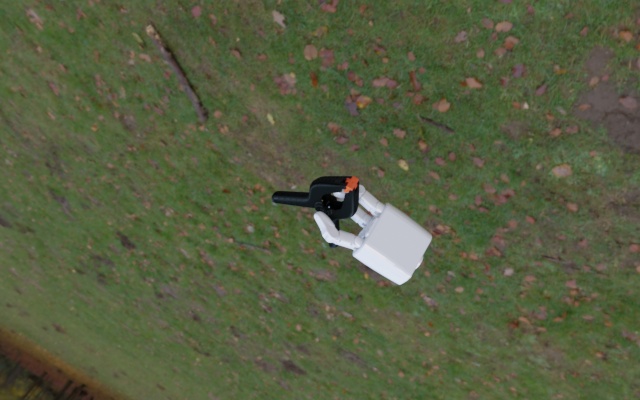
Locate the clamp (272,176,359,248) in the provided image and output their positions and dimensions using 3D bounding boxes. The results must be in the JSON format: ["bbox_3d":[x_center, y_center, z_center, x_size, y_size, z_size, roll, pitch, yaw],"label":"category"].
[{"bbox_3d":[0.000,0.003,0.872,0.164,0.036,0.210,34,-33,-3],"label":"clamp"}]
